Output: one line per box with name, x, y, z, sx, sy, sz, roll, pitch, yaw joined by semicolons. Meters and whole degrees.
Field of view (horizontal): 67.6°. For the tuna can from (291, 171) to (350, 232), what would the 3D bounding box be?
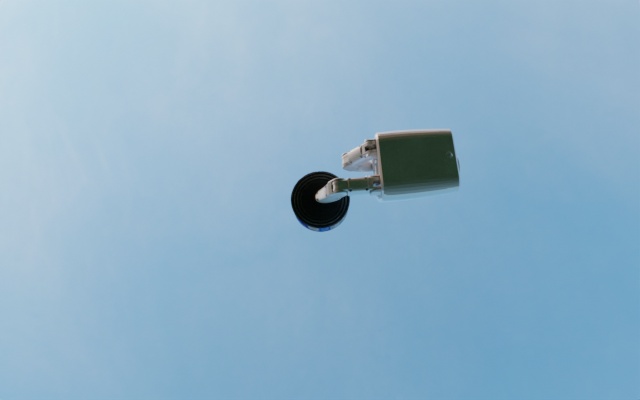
tuna can;0.000;0.002;0.704;0.086;0.086;0.034;0;-15;1
